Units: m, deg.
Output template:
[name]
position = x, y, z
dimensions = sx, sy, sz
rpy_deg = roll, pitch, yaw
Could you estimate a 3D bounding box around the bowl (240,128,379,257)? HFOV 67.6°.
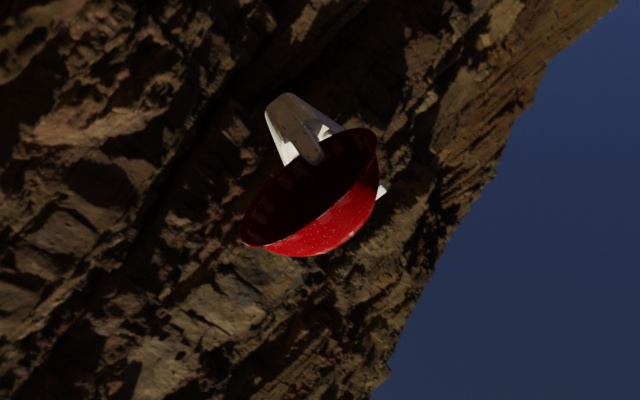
[bowl]
position = 0.000, 0.003, 0.465
dimensions = 0.162, 0.055, 0.162
rpy_deg = -32, 24, 16
